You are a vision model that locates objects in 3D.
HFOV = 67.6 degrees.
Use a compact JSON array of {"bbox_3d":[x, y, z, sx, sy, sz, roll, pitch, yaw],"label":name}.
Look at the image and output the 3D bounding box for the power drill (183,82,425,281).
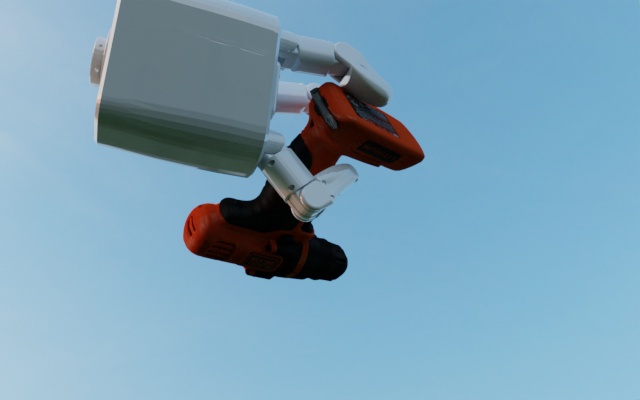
[{"bbox_3d":[0.000,0.001,0.424,0.184,0.057,0.188,19,-57,-42],"label":"power drill"}]
